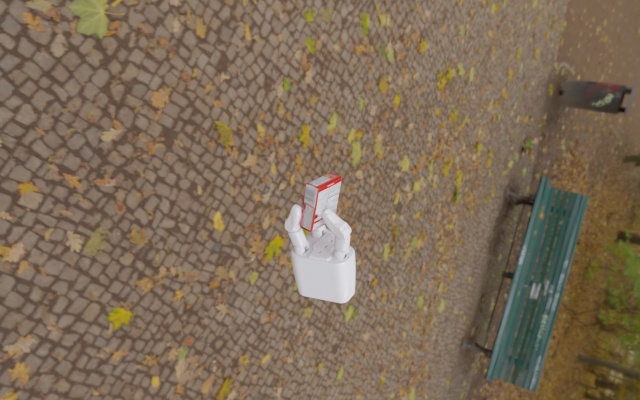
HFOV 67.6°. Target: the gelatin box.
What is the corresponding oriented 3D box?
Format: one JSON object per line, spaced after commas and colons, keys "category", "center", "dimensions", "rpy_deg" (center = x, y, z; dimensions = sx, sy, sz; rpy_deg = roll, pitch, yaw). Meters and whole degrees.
{"category": "gelatin box", "center": [0.001, 0.003, 0.837], "dimensions": [0.030, 0.089, 0.073], "rpy_deg": [26, 32, 28]}
